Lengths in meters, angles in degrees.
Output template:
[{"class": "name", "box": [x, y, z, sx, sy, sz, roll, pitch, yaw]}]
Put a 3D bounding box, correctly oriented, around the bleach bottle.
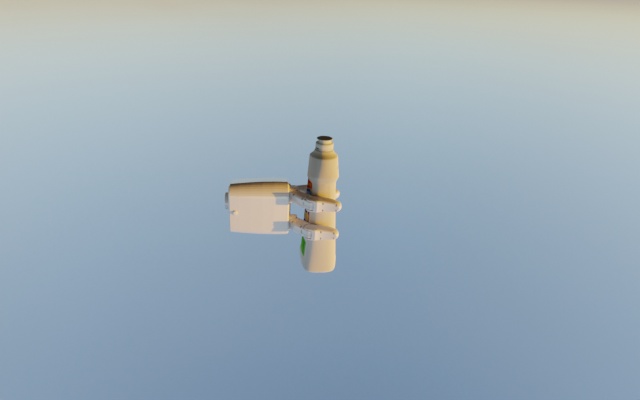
[{"class": "bleach bottle", "box": [0.000, 0.003, 0.878, 0.068, 0.251, 0.102, 0, 25, -7]}]
